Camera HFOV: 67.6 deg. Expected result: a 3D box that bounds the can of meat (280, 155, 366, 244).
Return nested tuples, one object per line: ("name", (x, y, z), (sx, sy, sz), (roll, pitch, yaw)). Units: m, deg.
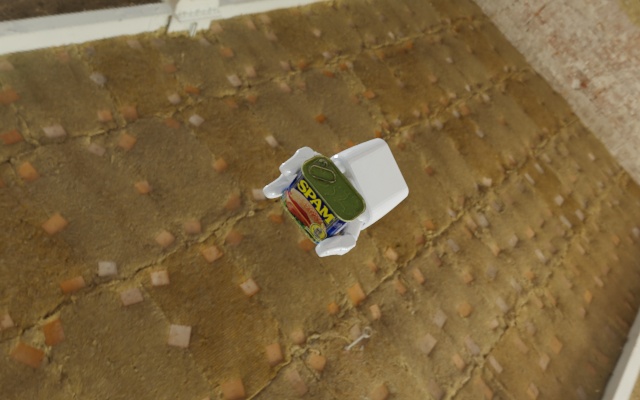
("can of meat", (0.000, 0.002, 0.663), (0.057, 0.102, 0.084), (-33, -9, -41))
